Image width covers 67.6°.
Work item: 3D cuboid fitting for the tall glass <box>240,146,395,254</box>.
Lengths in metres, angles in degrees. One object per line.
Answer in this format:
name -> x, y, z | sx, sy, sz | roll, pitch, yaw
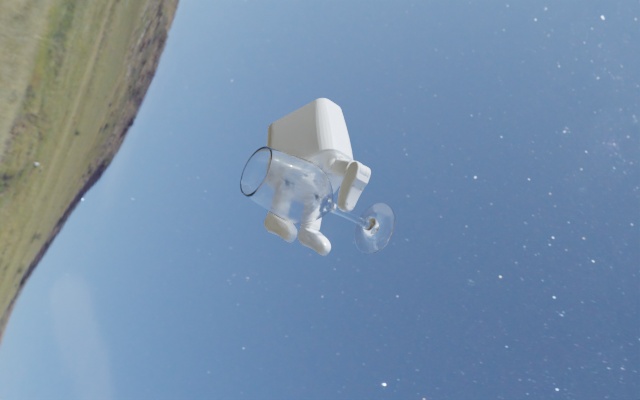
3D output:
tall glass -> 0.001, 0.002, 0.597 | 0.201, 0.079, 0.079 | 26, -15, -35
